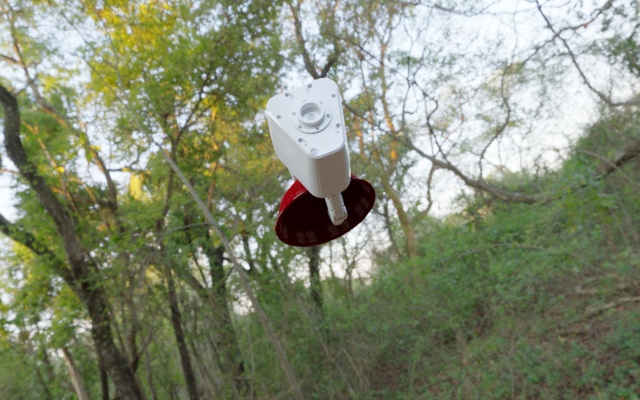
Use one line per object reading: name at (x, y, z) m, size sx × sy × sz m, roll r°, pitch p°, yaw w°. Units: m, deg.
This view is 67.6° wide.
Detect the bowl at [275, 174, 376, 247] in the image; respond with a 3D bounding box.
bowl at (0.000, 0.003, 0.730) m, size 0.162 × 0.055 × 0.162 m, roll -17°, pitch -35°, yaw -12°
